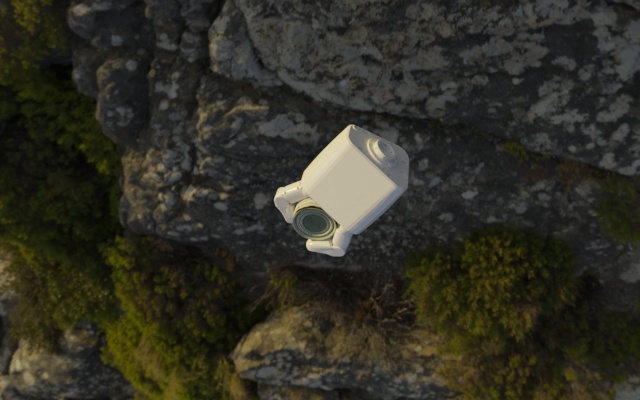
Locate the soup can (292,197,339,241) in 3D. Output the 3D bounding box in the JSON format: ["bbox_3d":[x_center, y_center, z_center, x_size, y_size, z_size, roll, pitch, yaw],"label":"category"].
[{"bbox_3d":[0.000,0.003,0.721,0.068,0.069,0.102,0,40,13],"label":"soup can"}]
